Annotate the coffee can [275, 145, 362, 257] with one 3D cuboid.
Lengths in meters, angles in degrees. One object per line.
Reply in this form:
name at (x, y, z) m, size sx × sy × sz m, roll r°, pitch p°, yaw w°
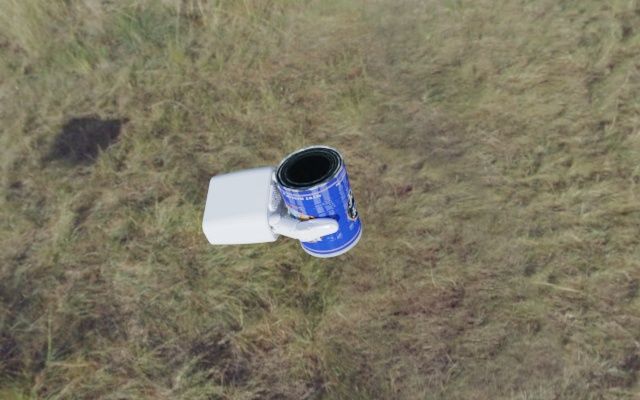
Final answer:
coffee can at (0.000, 0.003, 0.726) m, size 0.103 × 0.140 × 0.102 m, roll -11°, pitch 40°, yaw 9°
